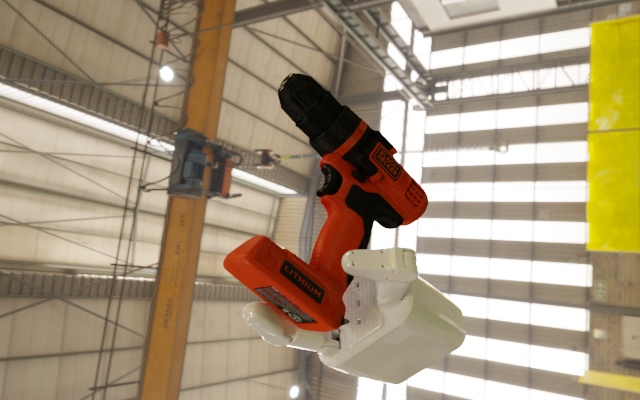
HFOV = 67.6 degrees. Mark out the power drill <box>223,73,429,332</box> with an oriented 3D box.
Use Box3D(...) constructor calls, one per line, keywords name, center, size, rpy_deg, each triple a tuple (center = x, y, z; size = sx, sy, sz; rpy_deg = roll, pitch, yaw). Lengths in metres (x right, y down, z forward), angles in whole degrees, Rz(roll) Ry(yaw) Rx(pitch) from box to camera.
Box3D(name="power drill", center=(0.000, 0.002, 0.416), size=(0.184, 0.187, 0.057), rpy_deg=(42, -30, -15))
